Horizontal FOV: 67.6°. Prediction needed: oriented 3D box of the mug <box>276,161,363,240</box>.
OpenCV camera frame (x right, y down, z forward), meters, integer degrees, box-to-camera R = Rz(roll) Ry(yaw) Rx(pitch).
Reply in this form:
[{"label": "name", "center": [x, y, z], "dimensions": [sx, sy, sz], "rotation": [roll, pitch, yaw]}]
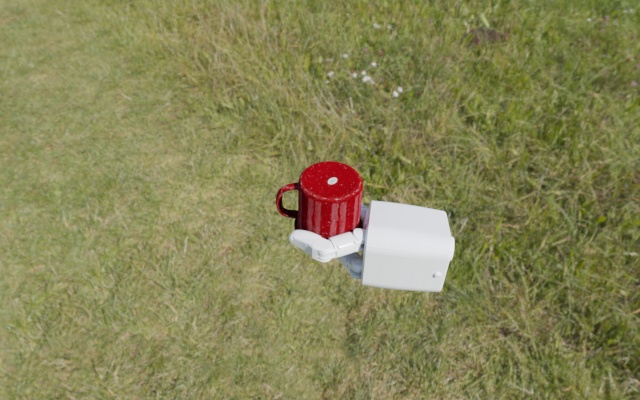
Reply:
[{"label": "mug", "center": [-0.001, 0.002, 0.621], "dimensions": [0.117, 0.082, 0.093], "rotation": [6, 41, 4]}]
